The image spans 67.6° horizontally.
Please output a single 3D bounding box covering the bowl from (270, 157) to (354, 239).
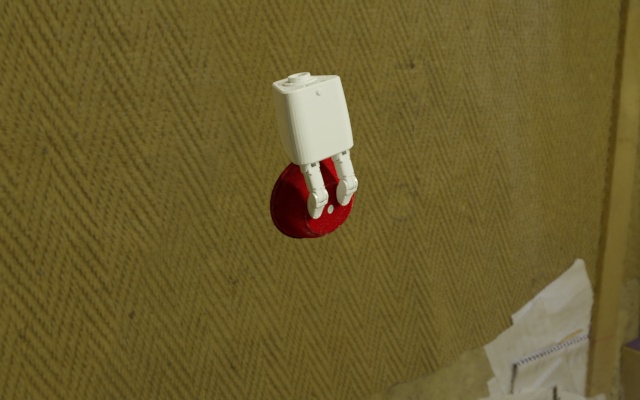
[{"bbox_3d":[0.001,0.004,0.782,0.162,0.162,0.055,0,24,-37],"label":"bowl"}]
